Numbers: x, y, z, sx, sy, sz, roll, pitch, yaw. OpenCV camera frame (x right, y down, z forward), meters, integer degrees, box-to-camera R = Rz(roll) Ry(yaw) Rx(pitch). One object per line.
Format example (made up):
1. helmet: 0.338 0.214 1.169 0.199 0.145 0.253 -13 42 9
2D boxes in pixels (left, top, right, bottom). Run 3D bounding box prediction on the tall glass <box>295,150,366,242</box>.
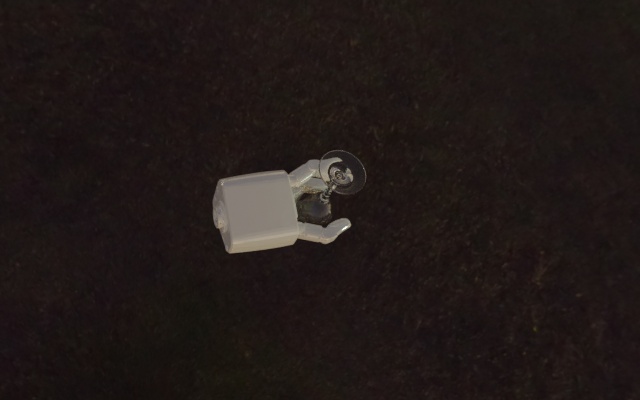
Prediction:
1. tall glass: 0.000 0.002 0.779 0.079 0.079 0.201 0 -27 -21
